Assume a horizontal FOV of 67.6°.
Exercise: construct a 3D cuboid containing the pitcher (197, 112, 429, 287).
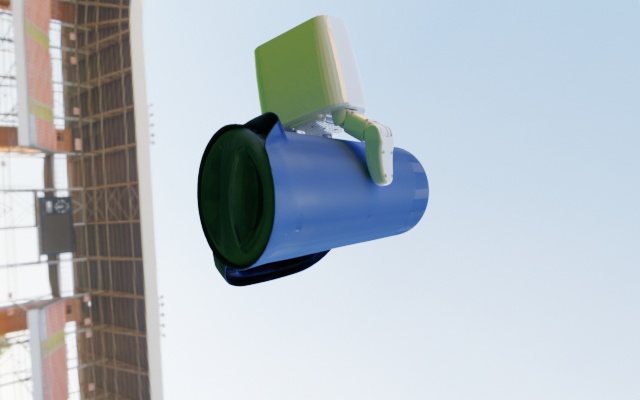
[{"bbox_3d":[0.000,0.001,0.513,0.243,0.145,0.149,-2,-13,-42],"label":"pitcher"}]
